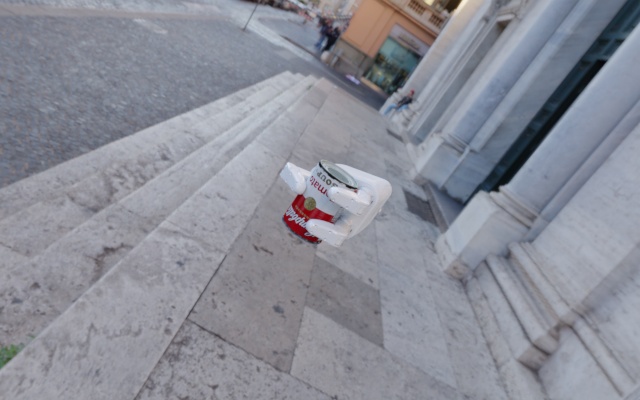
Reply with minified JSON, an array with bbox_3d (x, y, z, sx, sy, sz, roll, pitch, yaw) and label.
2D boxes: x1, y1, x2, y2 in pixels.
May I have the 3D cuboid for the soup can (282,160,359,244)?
[{"bbox_3d":[0.000,0.002,0.676,0.068,0.102,0.068,31,18,-11],"label":"soup can"}]
